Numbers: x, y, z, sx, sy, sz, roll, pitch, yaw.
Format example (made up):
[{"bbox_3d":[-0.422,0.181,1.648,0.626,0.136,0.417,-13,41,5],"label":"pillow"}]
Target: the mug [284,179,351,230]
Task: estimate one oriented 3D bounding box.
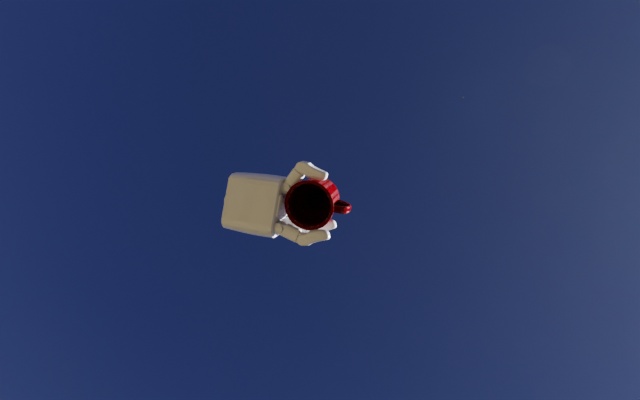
[{"bbox_3d":[0.002,0.003,0.894,0.117,0.093,0.081,9,14,13],"label":"mug"}]
